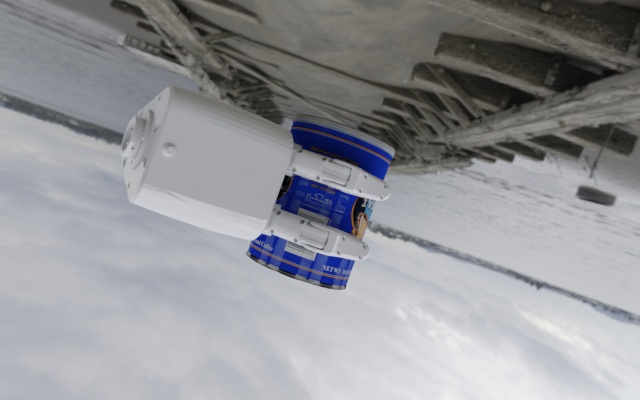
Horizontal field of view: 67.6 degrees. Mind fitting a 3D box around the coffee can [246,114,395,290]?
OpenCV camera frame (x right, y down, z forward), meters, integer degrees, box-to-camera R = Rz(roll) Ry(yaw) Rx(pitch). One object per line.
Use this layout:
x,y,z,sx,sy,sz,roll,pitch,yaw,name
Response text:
0.000,0.001,0.460,0.103,0.140,0.103,20,0,0,coffee can
